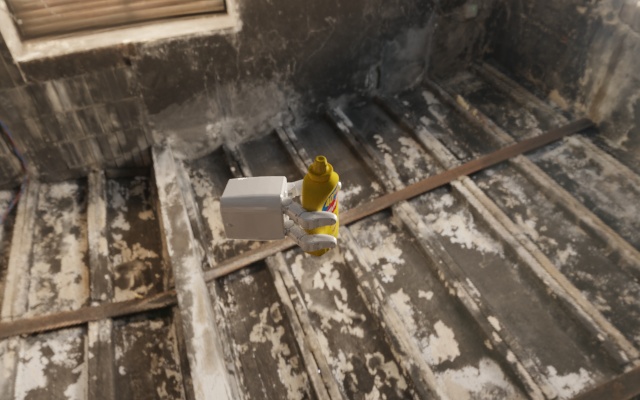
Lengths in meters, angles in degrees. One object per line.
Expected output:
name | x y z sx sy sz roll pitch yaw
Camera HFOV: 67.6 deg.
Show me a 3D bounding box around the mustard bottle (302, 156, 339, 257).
mustard bottle | 0.000 0.003 0.838 0.058 0.192 0.096 17 45 18
